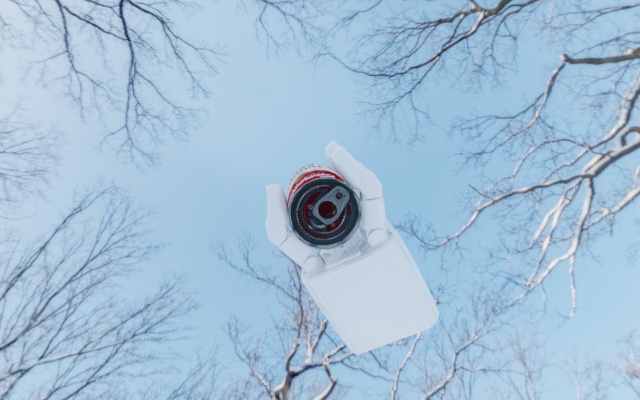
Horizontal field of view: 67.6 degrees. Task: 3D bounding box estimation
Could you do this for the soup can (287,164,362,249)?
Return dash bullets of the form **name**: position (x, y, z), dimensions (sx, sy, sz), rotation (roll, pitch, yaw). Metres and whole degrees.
- **soup can**: position (0.000, 0.001, 0.486), dimensions (0.068, 0.068, 0.102), rotation (0, 13, -5)
